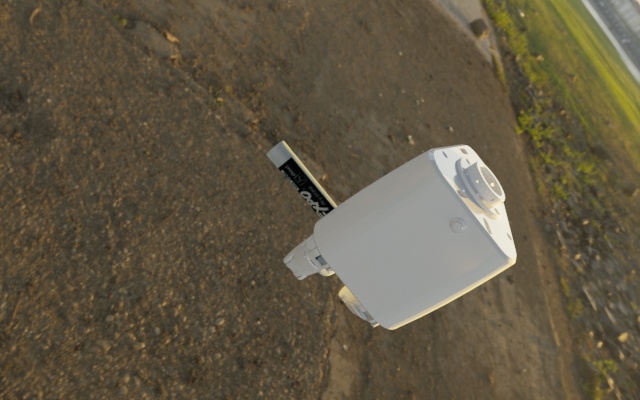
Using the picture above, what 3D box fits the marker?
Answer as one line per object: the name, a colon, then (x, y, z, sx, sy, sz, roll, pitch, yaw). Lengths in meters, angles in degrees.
marker: (0.000, 0.001, 0.407, 0.020, 0.121, 0.020, -39, 6, 5)
